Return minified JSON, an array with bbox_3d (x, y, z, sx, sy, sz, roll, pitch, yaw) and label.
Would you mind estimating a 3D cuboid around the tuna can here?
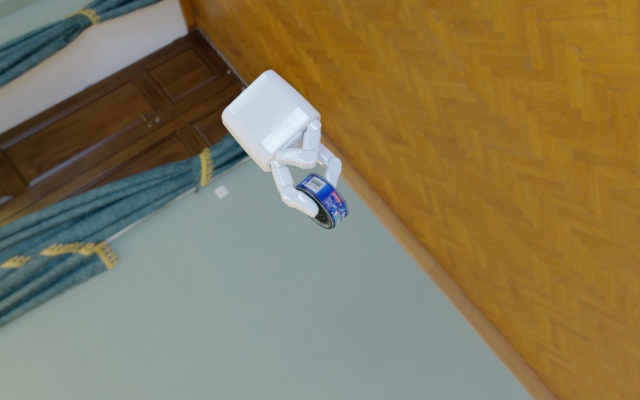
[{"bbox_3d":[0.000,0.003,0.718,0.033,0.086,0.086,-43,17,-20],"label":"tuna can"}]
